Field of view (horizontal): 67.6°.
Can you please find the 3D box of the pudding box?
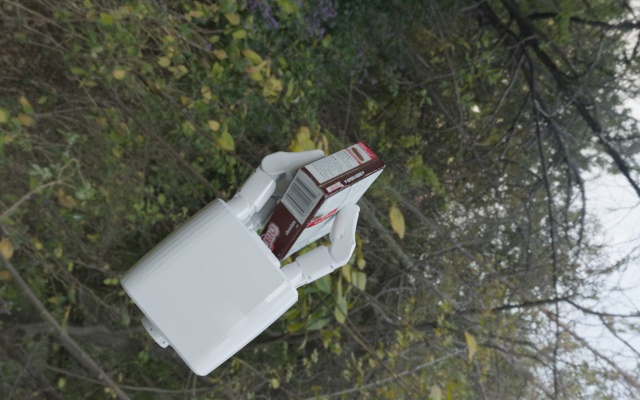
[{"bbox_3d":[0.000,0.002,0.459,0.090,0.039,0.113,-29,-17,-42],"label":"pudding box"}]
